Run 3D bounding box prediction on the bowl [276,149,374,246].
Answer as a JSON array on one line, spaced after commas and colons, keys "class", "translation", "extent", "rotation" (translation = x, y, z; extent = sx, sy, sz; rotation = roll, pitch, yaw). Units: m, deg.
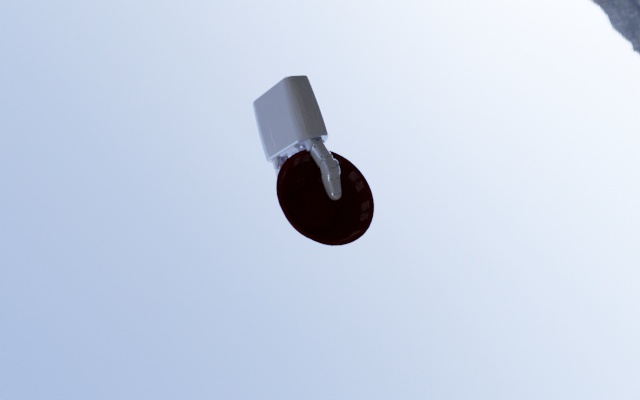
[{"class": "bowl", "translation": [0.000, 0.004, 0.734], "extent": [0.162, 0.162, 0.055], "rotation": [0, -25, -26]}]
